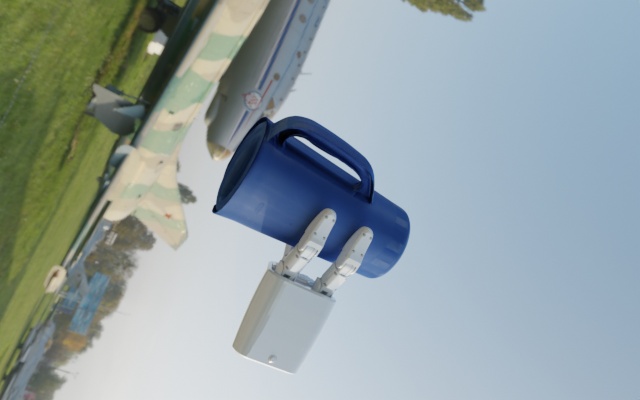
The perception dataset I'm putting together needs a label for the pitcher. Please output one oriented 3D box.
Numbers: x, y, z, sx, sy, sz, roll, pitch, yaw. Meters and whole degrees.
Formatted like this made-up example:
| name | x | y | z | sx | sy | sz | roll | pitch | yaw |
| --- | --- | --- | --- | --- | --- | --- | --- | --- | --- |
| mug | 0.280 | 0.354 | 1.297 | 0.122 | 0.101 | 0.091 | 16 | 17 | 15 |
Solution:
| name | x | y | z | sx | sy | sz | roll | pitch | yaw |
| --- | --- | --- | --- | --- | --- | --- | --- | --- | --- |
| pitcher | 0.000 | 0.002 | 0.611 | 0.243 | 0.145 | 0.149 | 28 | -4 | -21 |
